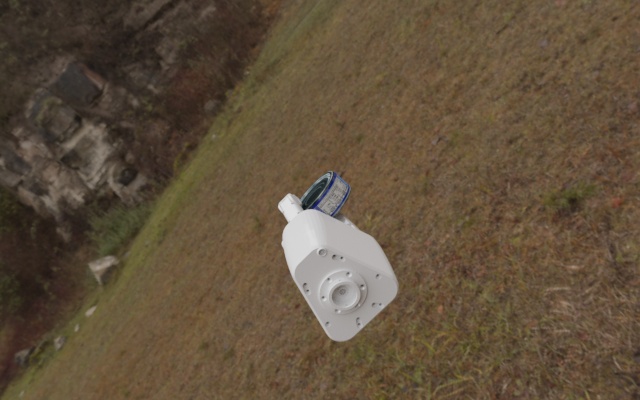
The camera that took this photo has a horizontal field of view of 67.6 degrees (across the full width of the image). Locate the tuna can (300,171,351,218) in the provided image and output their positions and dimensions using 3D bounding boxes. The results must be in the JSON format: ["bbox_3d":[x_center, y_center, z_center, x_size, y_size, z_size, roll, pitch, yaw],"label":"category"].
[{"bbox_3d":[0.000,0.002,0.640,0.034,0.086,0.086,41,-12,-14],"label":"tuna can"}]
